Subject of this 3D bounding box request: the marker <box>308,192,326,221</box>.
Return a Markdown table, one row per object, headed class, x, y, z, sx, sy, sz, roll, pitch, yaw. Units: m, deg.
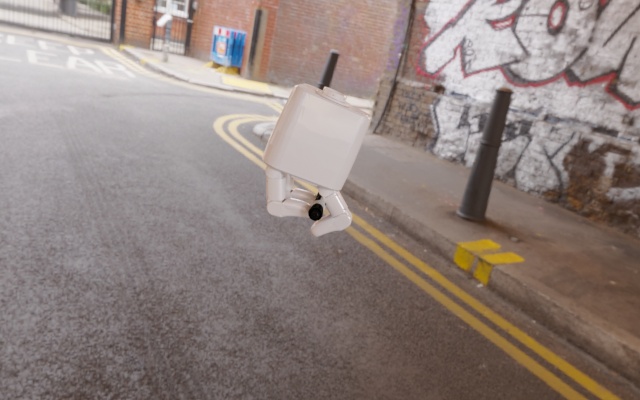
| class | x | y | z | sx | sy | sz | roll | pitch | yaw |
| --- | --- | --- | --- | --- | --- | --- | --- | --- | --- |
| marker | 0.000 | 0.002 | 0.652 | 0.020 | 0.020 | 0.121 | 0 | 15 | 7 |
